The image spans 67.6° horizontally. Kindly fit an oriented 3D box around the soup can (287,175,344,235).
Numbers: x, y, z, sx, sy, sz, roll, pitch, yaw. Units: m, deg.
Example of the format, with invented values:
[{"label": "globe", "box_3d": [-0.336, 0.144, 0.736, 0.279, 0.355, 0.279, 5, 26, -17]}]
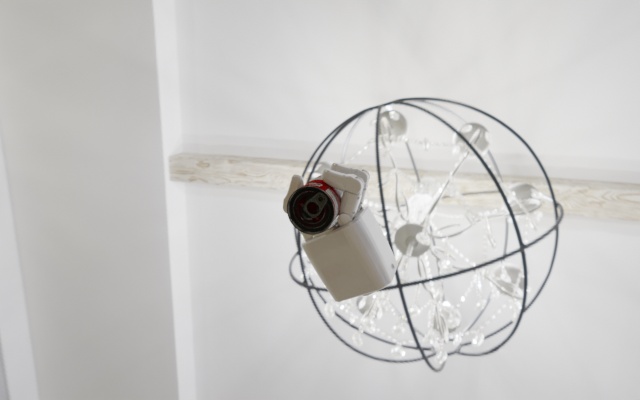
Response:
[{"label": "soup can", "box_3d": [0.000, 0.002, 0.690, 0.068, 0.068, 0.102, 0, 13, 16]}]
